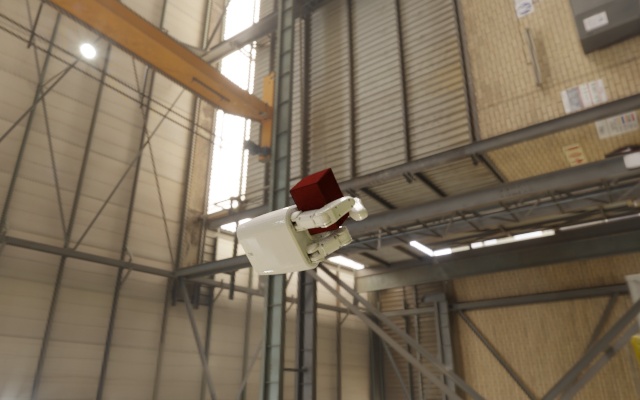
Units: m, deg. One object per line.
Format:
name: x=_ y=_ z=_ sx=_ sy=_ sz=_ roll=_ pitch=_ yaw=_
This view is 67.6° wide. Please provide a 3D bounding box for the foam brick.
foam brick: x=0.000 y=0.002 z=0.697 sx=0.051 sy=0.078 sz=0.053 roll=-15 pitch=18 yaw=33
